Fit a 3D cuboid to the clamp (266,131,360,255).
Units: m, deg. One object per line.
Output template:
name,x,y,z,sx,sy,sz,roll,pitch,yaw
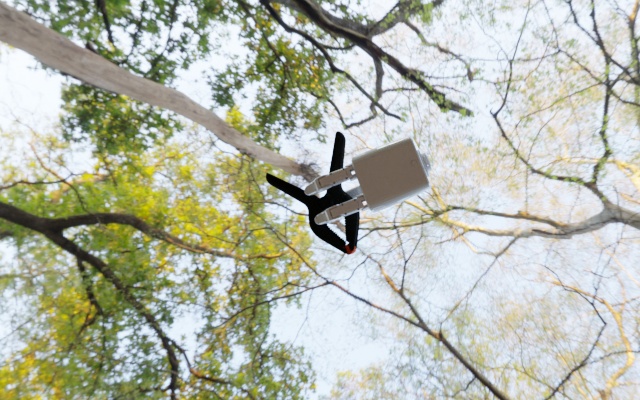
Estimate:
clamp,0.001,0.003,0.848,0.164,0.210,0.036,-22,-8,17
